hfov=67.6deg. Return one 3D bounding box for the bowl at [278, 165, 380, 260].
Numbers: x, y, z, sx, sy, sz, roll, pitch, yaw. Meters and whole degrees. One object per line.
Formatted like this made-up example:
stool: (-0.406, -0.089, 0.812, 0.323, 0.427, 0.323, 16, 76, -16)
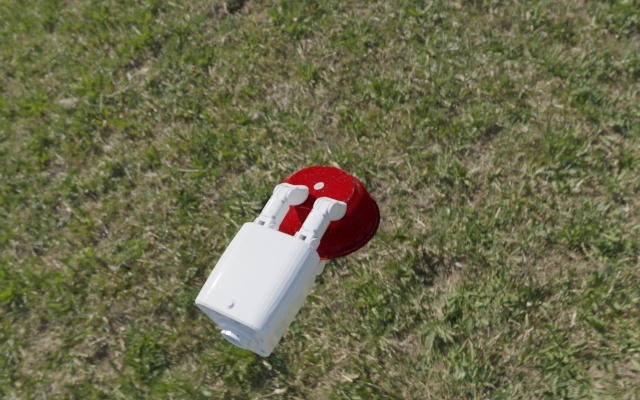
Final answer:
bowl: (0.000, 0.001, 0.640, 0.162, 0.055, 0.162, -2, 41, 2)
